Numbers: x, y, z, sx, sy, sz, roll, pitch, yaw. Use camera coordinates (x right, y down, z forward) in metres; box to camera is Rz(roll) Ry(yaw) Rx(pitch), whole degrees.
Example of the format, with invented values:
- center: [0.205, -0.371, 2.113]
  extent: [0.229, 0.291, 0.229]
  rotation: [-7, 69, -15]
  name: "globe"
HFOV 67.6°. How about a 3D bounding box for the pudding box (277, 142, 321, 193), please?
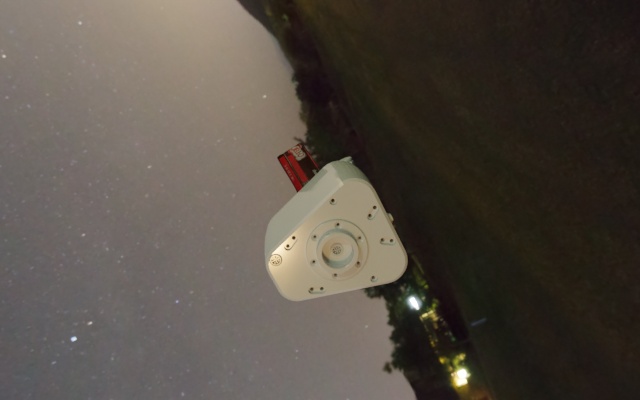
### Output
- center: [0.000, 0.002, 0.539]
  extent: [0.039, 0.114, 0.090]
  rotation: [-29, 39, -1]
  name: "pudding box"
